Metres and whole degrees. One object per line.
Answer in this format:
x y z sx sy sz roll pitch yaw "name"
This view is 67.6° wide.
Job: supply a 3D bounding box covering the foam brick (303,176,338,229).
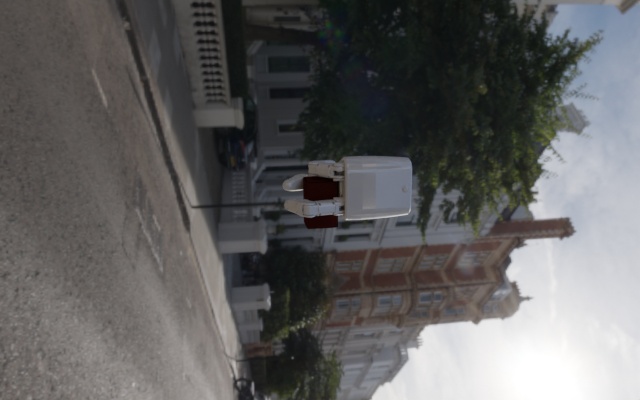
0.000 0.003 0.772 0.051 0.078 0.053 -2 14 -8 "foam brick"
